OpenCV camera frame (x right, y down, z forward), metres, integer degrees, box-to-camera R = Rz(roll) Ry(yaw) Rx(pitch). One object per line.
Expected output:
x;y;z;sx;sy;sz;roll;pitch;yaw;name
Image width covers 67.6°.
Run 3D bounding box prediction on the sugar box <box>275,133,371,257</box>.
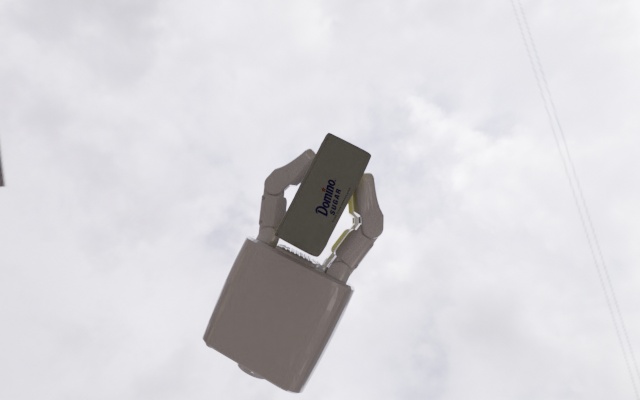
0.000;0.002;0.450;0.048;0.093;0.176;27;-4;-2;sugar box
